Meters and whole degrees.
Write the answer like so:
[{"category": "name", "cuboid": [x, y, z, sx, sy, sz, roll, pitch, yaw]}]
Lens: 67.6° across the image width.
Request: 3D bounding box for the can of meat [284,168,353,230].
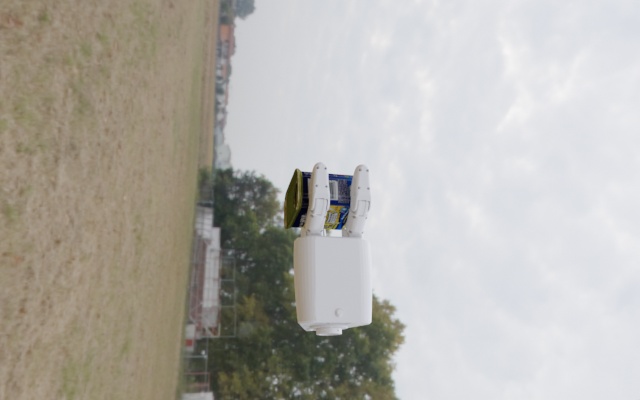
[{"category": "can of meat", "cuboid": [0.000, 0.002, 0.645, 0.084, 0.057, 0.102, 4, -26, -13]}]
